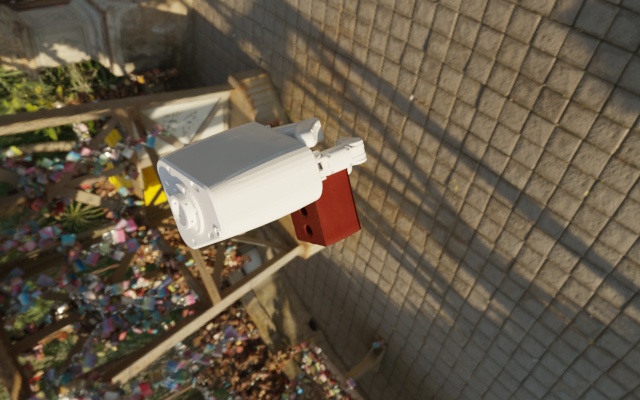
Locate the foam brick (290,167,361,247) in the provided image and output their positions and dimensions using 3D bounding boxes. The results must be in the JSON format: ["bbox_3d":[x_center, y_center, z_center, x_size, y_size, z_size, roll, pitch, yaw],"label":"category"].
[{"bbox_3d":[0.000,0.002,0.498,0.051,0.078,0.053,-27,21,-34],"label":"foam brick"}]
